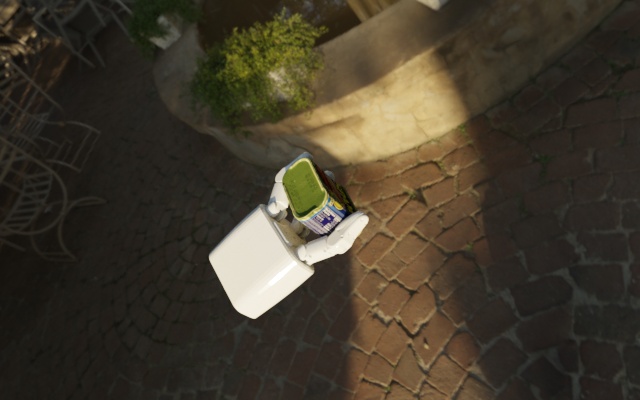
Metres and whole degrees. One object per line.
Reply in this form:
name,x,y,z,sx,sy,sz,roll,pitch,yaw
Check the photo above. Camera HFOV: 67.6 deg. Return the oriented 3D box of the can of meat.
can of meat,0.000,0.002,0.628,0.057,0.102,0.084,-39,-46,13
